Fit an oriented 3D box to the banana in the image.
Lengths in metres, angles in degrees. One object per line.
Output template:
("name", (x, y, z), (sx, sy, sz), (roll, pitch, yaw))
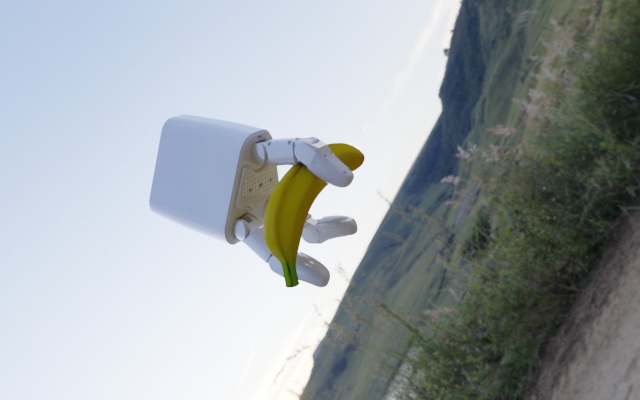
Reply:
("banana", (-0.007, -0.011, 0.466), (0.037, 0.070, 0.197), (1, 40, 31))
